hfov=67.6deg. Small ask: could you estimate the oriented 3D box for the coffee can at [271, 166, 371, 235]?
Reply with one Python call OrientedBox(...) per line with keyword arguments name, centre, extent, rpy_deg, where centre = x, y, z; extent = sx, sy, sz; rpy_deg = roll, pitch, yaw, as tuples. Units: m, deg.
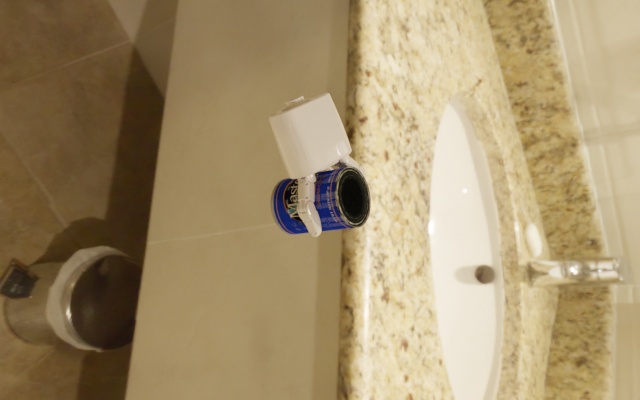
OrientedBox(name="coffee can", centre=(0.000, 0.003, 0.817), extent=(0.140, 0.103, 0.103), rpy_deg=(-9, -5, 37))
